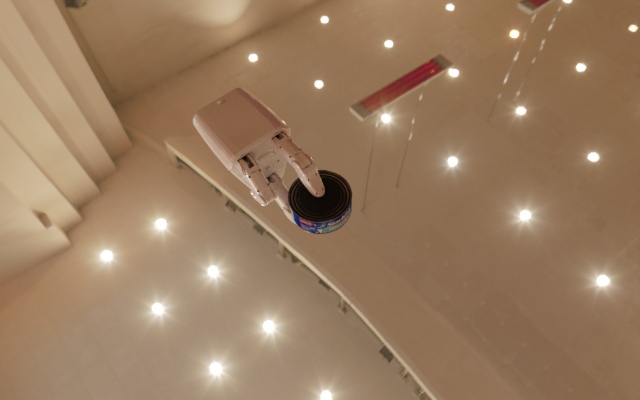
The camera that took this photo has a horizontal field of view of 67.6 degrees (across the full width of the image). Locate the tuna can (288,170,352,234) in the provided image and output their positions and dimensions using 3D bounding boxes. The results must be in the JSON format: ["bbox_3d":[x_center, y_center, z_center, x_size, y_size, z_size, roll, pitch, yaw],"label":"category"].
[{"bbox_3d":[0.000,0.002,0.645,0.086,0.086,0.034,0,-36,4],"label":"tuna can"}]
